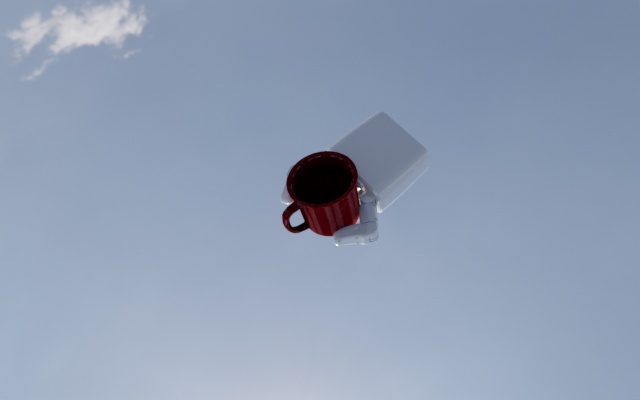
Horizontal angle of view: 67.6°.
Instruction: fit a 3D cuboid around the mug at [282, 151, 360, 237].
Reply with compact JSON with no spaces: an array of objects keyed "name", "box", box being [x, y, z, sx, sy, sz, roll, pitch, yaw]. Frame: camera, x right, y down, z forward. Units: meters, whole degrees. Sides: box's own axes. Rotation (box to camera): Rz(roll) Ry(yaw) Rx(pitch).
[{"name":"mug","box":[-0.001,0.003,0.635,0.093,0.117,0.082,41,-19,34]}]
